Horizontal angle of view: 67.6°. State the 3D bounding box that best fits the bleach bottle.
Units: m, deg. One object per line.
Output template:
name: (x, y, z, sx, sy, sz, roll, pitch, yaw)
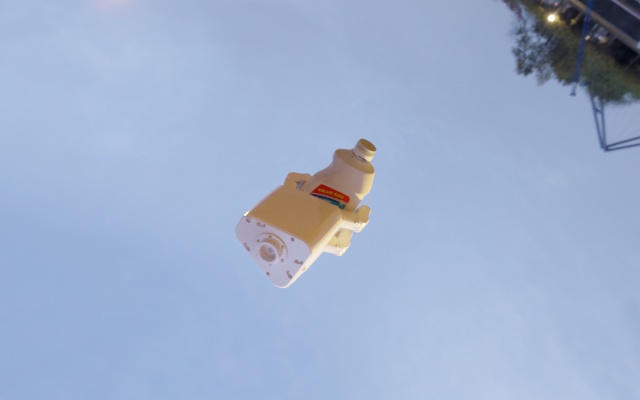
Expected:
bleach bottle: (0.000, 0.003, 0.747, 0.102, 0.251, 0.068, 38, 32, 5)
